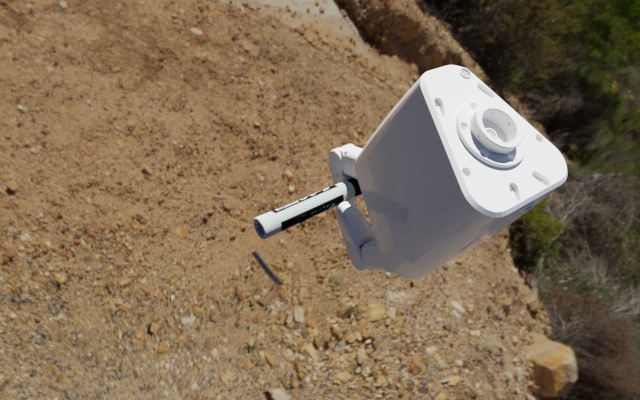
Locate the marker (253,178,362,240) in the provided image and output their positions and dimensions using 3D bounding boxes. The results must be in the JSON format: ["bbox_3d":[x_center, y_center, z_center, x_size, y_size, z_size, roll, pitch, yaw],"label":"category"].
[{"bbox_3d":[0.000,0.001,0.404,0.121,0.020,0.020,-23,12,-29],"label":"marker"}]
